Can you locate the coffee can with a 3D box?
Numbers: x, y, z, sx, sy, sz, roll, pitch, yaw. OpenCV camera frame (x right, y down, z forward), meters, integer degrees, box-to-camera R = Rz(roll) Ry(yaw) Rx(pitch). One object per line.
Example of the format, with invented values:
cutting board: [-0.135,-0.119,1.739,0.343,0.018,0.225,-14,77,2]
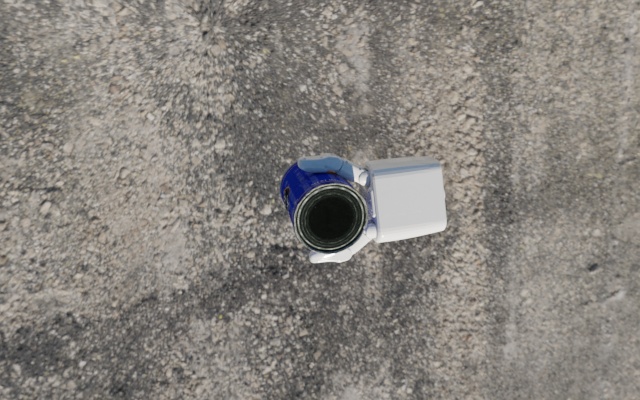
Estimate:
coffee can: [0.000,0.002,0.697,0.103,0.103,0.140,0,20,-13]
